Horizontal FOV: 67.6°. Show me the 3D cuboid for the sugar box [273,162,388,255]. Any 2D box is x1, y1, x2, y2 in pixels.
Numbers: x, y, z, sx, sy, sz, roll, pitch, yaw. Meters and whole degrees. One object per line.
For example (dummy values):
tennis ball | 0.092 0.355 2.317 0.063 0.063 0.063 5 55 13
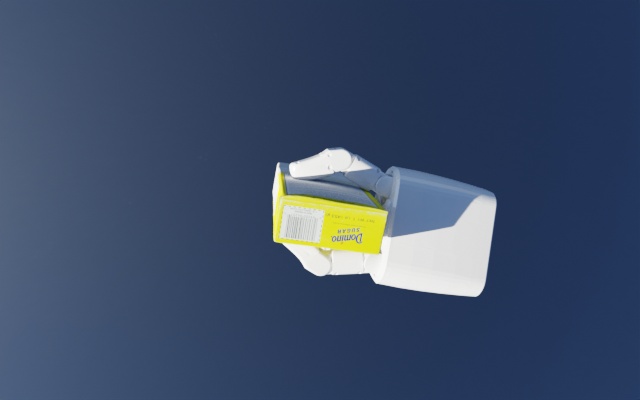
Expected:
sugar box | 0.000 0.002 0.475 0.093 0.048 0.176 9 10 -7
